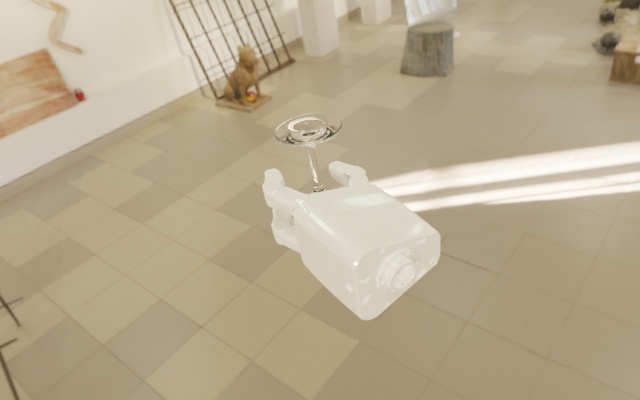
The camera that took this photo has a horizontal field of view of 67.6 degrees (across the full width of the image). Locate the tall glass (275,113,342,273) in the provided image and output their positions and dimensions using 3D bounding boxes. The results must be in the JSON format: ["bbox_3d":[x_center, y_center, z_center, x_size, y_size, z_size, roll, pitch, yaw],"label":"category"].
[{"bbox_3d":[0.000,0.001,0.576,0.079,0.201,0.079,-6,35,4],"label":"tall glass"}]
